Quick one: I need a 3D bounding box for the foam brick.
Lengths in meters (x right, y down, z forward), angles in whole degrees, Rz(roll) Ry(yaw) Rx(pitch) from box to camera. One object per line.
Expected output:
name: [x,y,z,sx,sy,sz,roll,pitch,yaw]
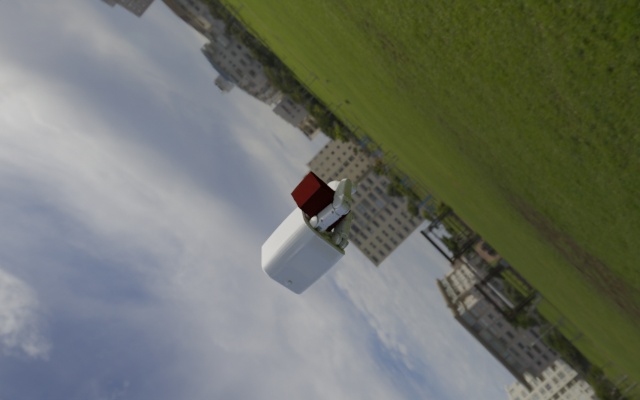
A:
foam brick: [0.000,0.002,0.766,0.078,0.051,0.053,40,10,-34]
